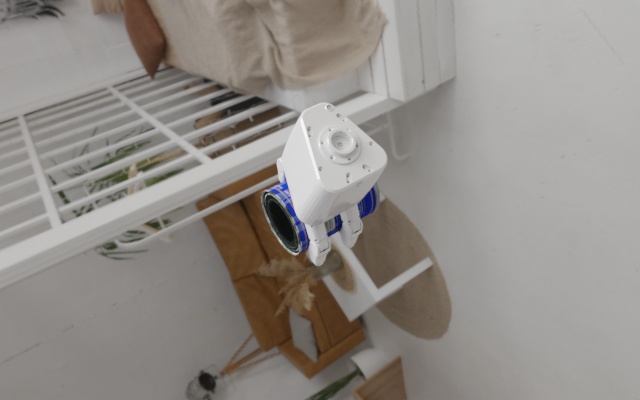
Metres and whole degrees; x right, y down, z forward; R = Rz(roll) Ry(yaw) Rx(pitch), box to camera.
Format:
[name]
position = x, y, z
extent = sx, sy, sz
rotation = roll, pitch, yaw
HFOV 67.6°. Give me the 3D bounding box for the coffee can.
[coffee can]
position = 0.000, 0.002, 0.694
extent = 0.140, 0.103, 0.103
rotation = -28, 11, -23
